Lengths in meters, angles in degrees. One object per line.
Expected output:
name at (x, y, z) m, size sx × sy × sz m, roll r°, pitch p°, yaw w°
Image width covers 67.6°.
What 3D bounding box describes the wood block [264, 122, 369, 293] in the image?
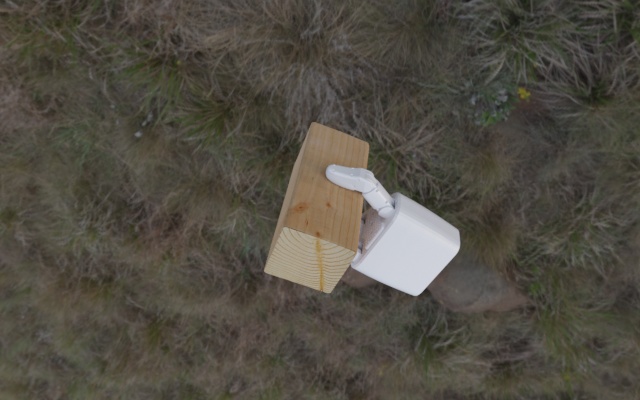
wood block at (0.001, 0.002, 0.626) m, size 0.090 × 0.206 × 0.091 m, roll 20°, pitch -47°, yaw -8°
